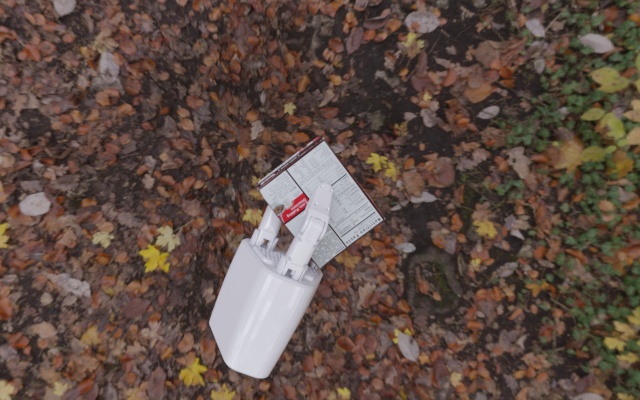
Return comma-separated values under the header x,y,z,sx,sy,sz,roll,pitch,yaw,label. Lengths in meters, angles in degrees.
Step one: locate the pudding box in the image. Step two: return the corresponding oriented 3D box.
x,y,z,sx,sy,sz,roll,pitch,yaw,label
0.000,0.002,0.505,0.090,0.113,0.039,-37,14,1,pudding box
